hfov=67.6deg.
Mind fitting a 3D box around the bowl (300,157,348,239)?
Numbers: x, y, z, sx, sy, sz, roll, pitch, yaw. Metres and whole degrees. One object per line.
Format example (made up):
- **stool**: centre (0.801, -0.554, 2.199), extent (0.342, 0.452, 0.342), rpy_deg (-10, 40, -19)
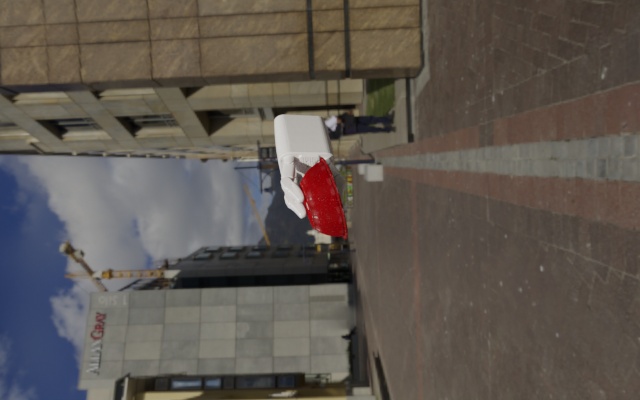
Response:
- **bowl**: centre (0.000, 0.004, 0.897), extent (0.055, 0.162, 0.162), rpy_deg (-17, 2, -7)
